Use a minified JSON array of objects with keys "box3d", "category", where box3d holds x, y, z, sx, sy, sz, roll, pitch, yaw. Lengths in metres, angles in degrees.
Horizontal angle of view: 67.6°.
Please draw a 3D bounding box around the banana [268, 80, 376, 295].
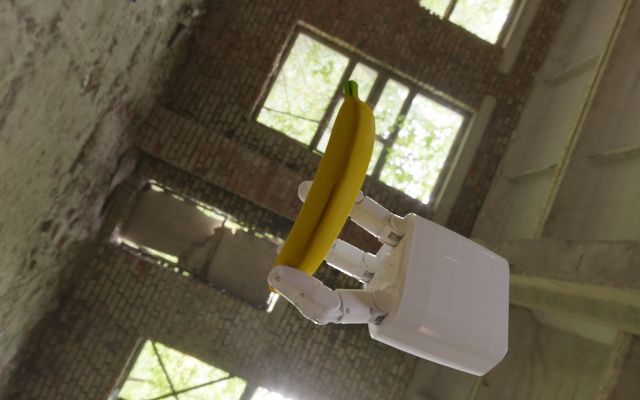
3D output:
[{"box3d":[0.003,0.003,0.385,0.037,0.198,0.069,21,13,-9],"category":"banana"}]
